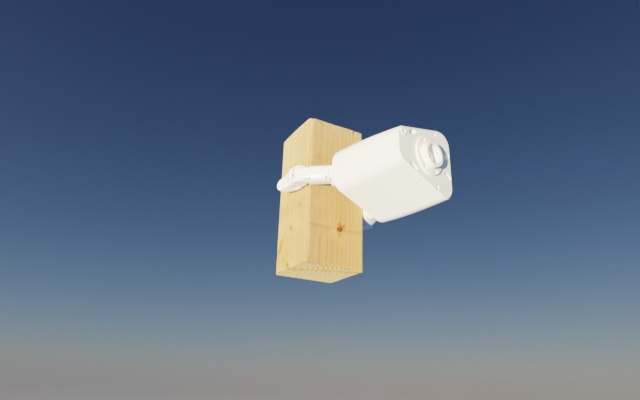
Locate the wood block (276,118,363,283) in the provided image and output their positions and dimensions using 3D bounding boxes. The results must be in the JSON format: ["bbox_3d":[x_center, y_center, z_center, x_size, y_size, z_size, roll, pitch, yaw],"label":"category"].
[{"bbox_3d":[0.000,0.002,0.678,0.091,0.206,0.090,13,-25,-27],"label":"wood block"}]
